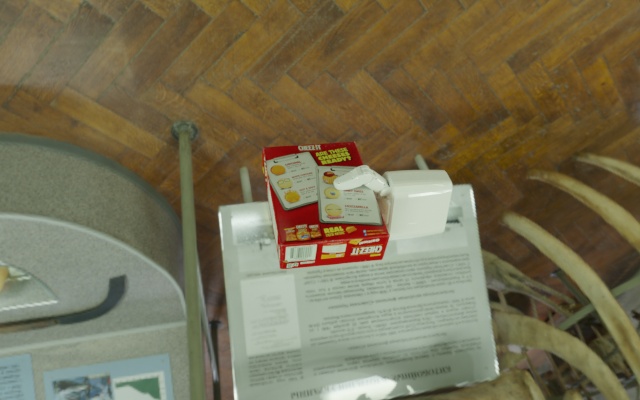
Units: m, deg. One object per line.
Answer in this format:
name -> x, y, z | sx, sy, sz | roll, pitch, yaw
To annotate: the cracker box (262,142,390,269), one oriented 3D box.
cracker box -> 0.000, 0.003, 0.769 | 0.164, 0.213, 0.072 | -5, -43, -12
